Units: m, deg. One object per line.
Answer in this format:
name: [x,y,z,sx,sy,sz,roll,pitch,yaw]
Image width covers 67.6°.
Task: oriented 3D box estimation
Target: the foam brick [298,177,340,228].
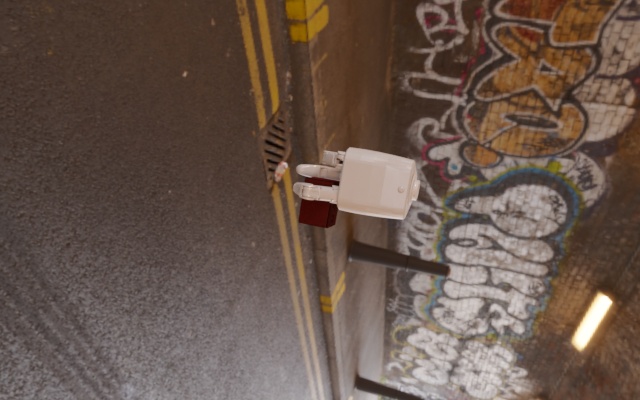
foam brick: [0.000,0.003,0.788,0.051,0.078,0.053,11,7,15]
